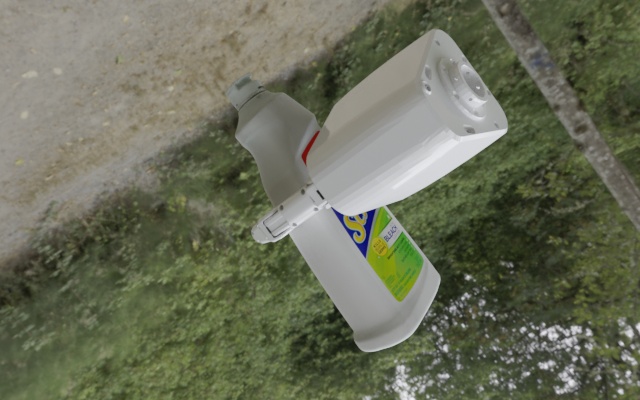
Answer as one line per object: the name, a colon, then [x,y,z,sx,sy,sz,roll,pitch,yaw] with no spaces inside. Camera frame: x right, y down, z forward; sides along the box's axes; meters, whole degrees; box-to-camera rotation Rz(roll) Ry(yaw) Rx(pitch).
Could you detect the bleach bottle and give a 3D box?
bleach bottle: [0.000,0.001,0.418,0.068,0.251,0.102,-34,5,41]
